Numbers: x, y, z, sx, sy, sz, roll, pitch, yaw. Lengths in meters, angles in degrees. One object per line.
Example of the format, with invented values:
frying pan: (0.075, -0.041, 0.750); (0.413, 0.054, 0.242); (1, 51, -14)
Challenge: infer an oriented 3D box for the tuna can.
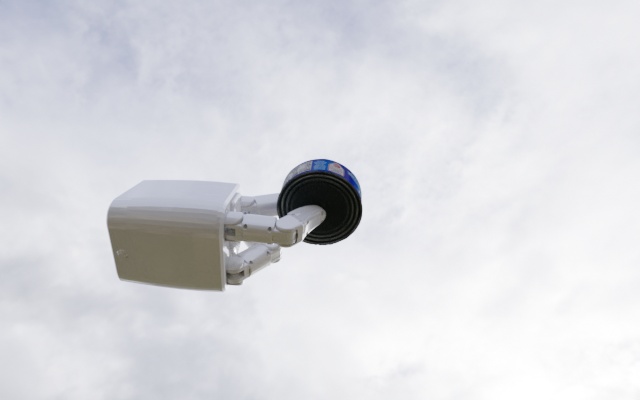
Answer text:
tuna can: (0.000, 0.001, 0.487); (0.086, 0.086, 0.033); (0, 30, 5)
